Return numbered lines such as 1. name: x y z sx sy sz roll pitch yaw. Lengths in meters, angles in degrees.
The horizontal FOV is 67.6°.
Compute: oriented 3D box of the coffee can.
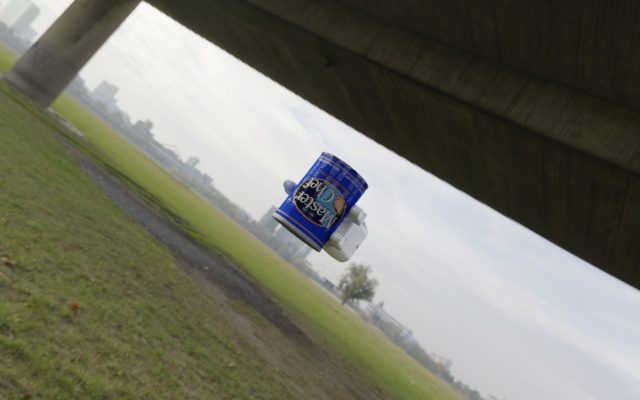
1. coffee can: 0.000 0.003 0.814 0.103 0.140 0.103 37 -8 6
